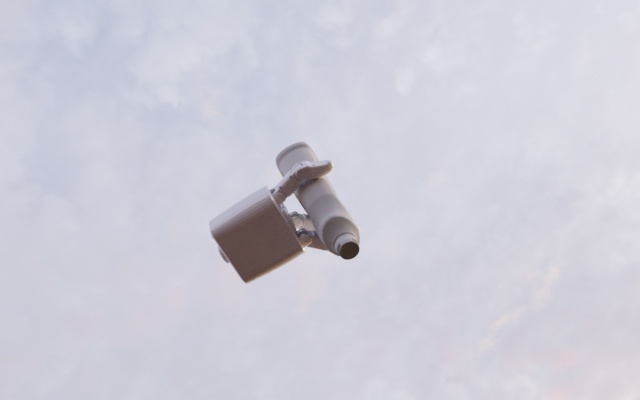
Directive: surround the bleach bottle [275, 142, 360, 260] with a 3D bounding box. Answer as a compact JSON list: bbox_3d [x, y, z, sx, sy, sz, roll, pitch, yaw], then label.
[{"bbox_3d":[0.000,0.002,0.723,0.068,0.103,0.250,-31,32,0],"label":"bleach bottle"}]
